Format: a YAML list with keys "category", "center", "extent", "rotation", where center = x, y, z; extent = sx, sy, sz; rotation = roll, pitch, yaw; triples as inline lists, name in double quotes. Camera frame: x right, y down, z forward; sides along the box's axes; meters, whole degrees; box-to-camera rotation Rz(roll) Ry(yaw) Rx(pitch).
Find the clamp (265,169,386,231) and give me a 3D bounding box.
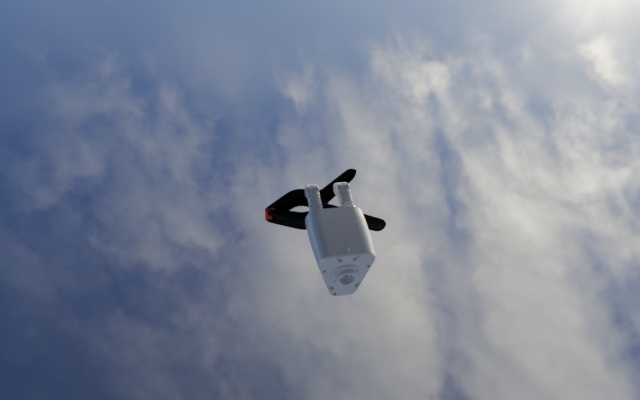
- category: "clamp"
  center: [0.000, 0.004, 0.888]
  extent: [0.210, 0.036, 0.164]
  rotation: [-5, 42, -10]
